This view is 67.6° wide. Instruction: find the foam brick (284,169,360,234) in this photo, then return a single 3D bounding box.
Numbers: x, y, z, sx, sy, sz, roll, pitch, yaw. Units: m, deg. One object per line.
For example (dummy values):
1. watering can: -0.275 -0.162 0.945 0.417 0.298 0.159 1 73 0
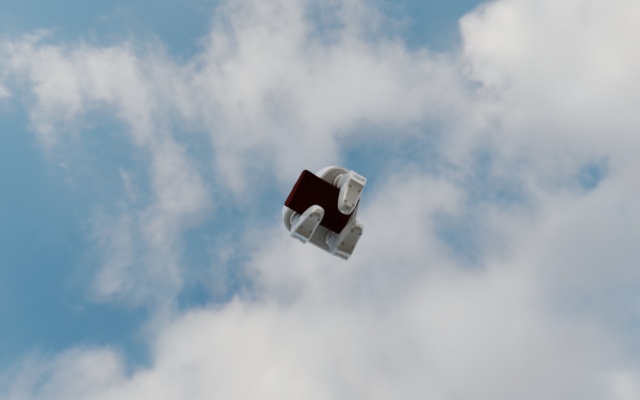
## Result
1. foam brick: 0.000 0.002 0.601 0.078 0.053 0.051 29 -1 -10
